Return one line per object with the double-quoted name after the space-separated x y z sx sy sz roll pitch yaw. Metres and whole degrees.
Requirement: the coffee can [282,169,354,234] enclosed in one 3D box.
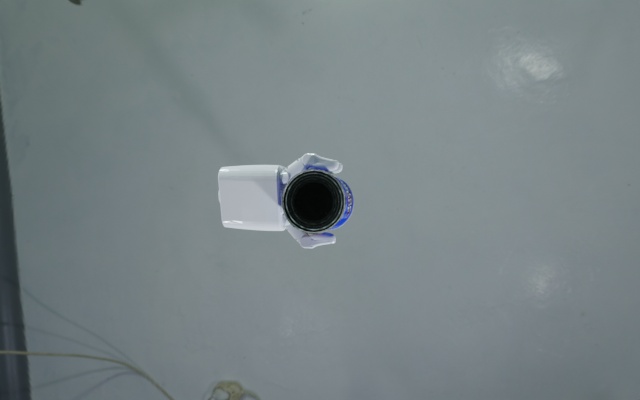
0.000 0.003 0.813 0.103 0.103 0.140 0 -1 9 "coffee can"
